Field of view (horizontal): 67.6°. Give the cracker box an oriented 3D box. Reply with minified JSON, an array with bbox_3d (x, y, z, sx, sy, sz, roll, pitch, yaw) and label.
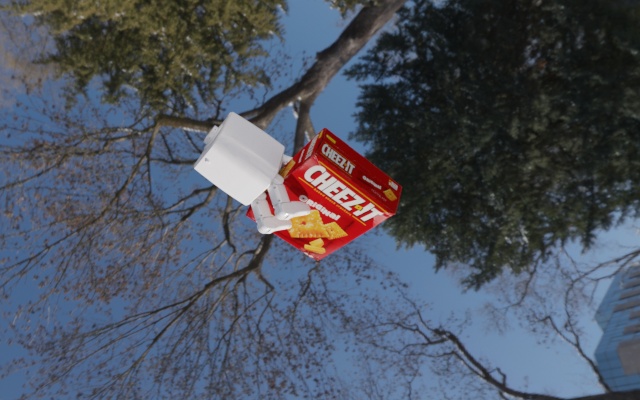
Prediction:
[{"bbox_3d":[0.000,0.003,0.795,0.164,0.072,0.214,35,-43,-18],"label":"cracker box"}]
